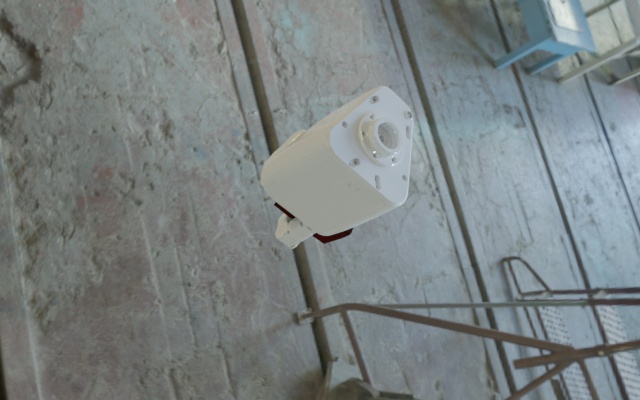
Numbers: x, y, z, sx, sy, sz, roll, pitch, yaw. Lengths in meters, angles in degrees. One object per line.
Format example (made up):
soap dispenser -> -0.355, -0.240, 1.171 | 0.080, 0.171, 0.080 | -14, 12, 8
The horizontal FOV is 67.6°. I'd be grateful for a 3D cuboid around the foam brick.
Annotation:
foam brick -> 0.000, 0.002, 0.520 | 0.078, 0.053, 0.051 | 39, -34, -20
